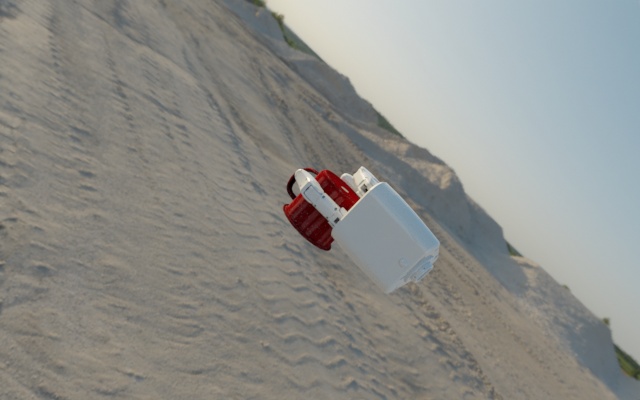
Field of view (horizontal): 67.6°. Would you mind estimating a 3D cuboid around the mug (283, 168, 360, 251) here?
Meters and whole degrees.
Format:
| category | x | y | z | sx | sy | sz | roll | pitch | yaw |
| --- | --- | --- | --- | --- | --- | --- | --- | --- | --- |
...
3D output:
| category | x | y | z | sx | sy | sz | roll | pitch | yaw |
| --- | --- | --- | --- | --- | --- | --- | --- | --- | --- |
| mug | -0.001 | 0.001 | 0.684 | 0.117 | 0.081 | 0.093 | 48 | 13 | 20 |
